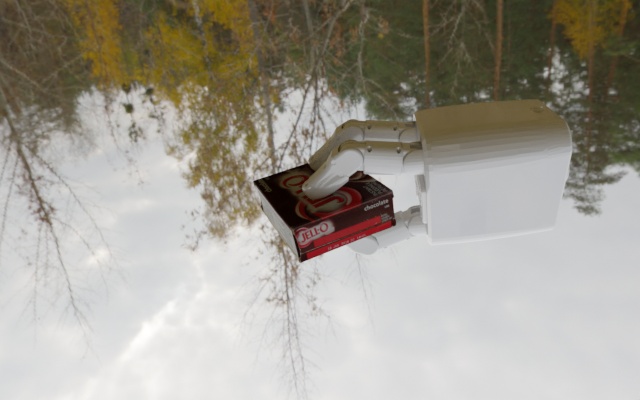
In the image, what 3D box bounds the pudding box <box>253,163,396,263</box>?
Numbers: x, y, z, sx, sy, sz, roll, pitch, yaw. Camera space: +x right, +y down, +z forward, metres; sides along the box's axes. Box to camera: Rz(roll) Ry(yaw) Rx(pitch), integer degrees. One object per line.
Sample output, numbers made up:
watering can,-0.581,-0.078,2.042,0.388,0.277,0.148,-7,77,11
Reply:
pudding box,0.000,0.002,0.422,0.090,0.039,0.113,-19,26,-17
